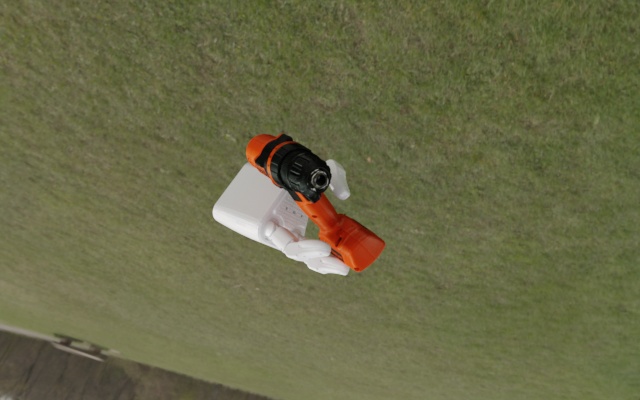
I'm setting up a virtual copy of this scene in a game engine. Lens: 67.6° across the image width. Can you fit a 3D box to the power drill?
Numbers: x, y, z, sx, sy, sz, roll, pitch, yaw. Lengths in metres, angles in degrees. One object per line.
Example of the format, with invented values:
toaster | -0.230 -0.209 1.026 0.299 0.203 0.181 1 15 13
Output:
power drill | 0.000 0.002 0.572 0.057 0.188 0.184 -43 29 -7
